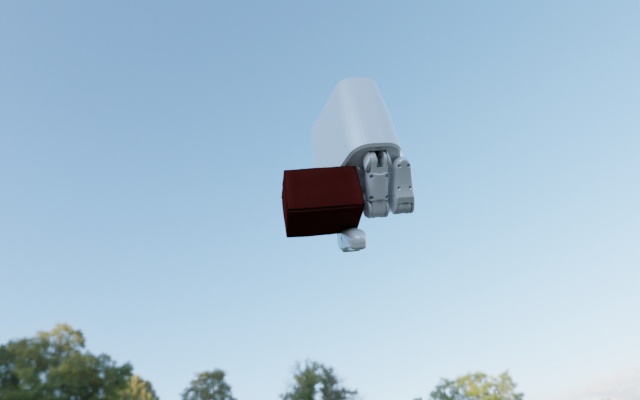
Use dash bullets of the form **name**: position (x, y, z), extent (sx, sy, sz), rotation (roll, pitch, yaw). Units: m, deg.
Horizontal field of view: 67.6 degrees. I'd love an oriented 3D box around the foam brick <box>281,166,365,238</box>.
- **foam brick**: position (0.000, 0.002, 0.492), extent (0.078, 0.051, 0.053), rotation (-4, -33, -10)
